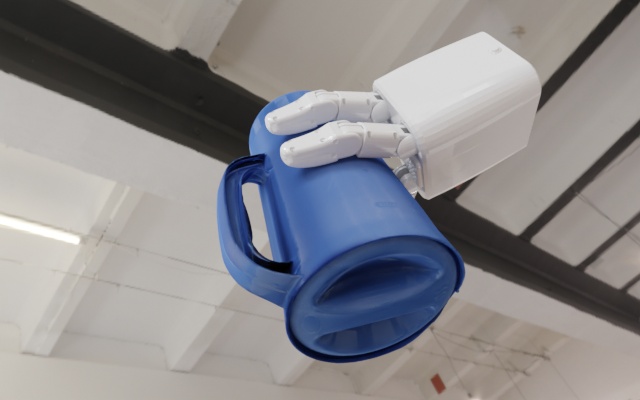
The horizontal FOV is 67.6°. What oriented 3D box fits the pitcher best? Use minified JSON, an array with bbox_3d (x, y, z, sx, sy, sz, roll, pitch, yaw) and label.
[{"bbox_3d":[0.000,0.001,0.412,0.145,0.149,0.242,-26,42,2],"label":"pitcher"}]
